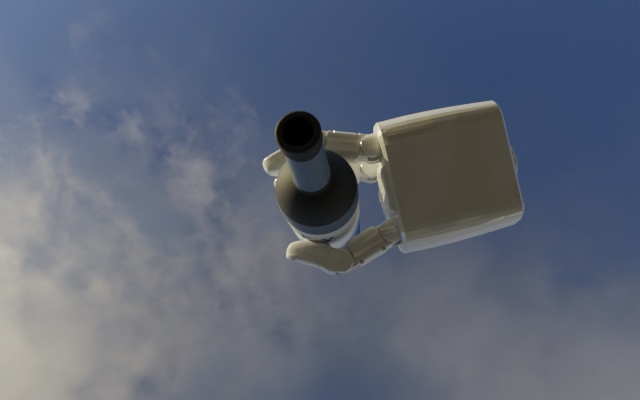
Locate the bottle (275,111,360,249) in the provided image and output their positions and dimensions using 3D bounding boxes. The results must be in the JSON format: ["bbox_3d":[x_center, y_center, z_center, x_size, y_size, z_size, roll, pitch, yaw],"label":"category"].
[{"bbox_3d":[0.000,0.001,0.417,0.069,0.069,0.296,0,-16,5],"label":"bottle"}]
